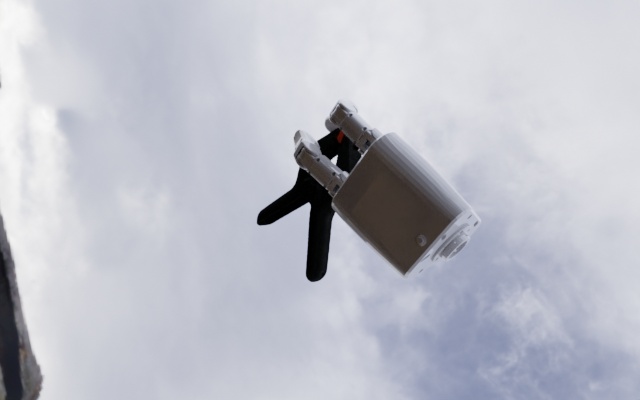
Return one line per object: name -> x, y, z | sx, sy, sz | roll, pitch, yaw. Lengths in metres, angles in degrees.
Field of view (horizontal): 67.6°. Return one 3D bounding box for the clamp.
clamp -> 0.000, 0.002, 0.528 | 0.039, 0.171, 0.120 | -3, 45, -52
